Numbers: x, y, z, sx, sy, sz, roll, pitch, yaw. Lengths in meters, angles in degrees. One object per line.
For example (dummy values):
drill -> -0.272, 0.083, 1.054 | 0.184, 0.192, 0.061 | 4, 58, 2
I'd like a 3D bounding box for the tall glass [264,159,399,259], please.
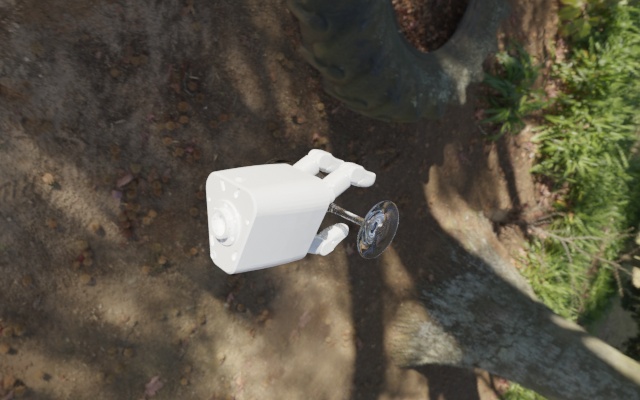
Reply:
tall glass -> 0.001, 0.002, 0.627 | 0.201, 0.079, 0.079 | 26, 17, 40
